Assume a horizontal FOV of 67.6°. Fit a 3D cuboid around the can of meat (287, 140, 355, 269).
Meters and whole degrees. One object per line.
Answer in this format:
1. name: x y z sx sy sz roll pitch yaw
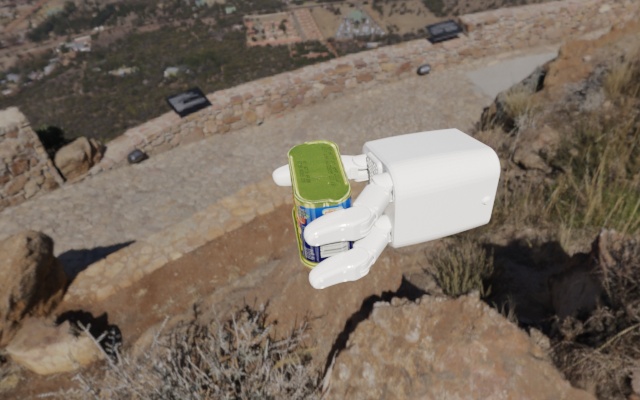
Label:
1. can of meat: 0.000 0.001 0.471 0.057 0.084 0.102 -9 41 -5
